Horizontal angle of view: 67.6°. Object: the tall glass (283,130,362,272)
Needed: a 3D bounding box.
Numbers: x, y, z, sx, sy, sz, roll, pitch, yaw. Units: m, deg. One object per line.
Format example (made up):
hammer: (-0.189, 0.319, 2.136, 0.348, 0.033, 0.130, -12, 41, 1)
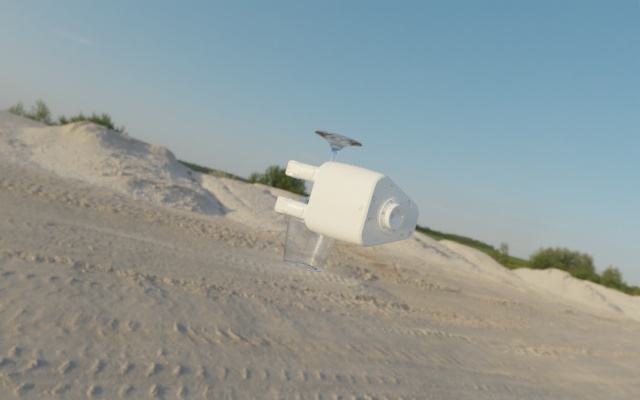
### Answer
tall glass: (0.000, 0.002, 0.716, 0.079, 0.201, 0.079, 16, 0, 0)
